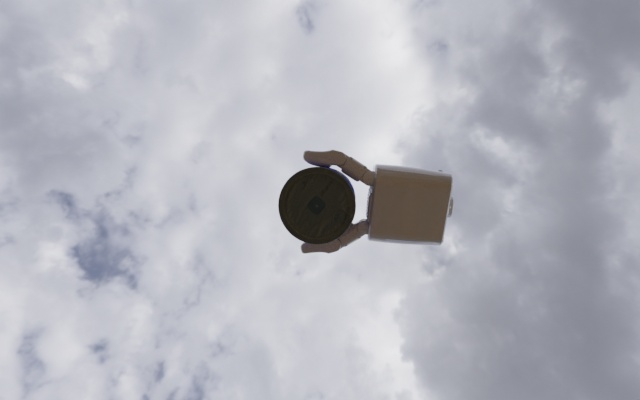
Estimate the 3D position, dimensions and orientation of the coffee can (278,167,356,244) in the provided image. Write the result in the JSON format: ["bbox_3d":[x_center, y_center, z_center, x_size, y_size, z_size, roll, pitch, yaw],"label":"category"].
[{"bbox_3d":[0.000,0.002,0.695,0.103,0.103,0.140,0,4,4],"label":"coffee can"}]
